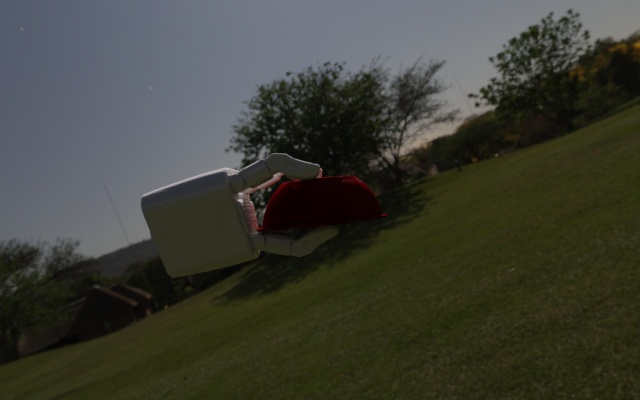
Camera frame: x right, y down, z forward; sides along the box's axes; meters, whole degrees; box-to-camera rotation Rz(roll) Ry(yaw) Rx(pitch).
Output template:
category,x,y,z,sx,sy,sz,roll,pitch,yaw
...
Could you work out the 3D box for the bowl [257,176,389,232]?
category,x,y,z,sx,sy,sz,roll,pitch,yaw
bowl,0.001,0.001,0.585,0.162,0.055,0.162,-6,-1,0
